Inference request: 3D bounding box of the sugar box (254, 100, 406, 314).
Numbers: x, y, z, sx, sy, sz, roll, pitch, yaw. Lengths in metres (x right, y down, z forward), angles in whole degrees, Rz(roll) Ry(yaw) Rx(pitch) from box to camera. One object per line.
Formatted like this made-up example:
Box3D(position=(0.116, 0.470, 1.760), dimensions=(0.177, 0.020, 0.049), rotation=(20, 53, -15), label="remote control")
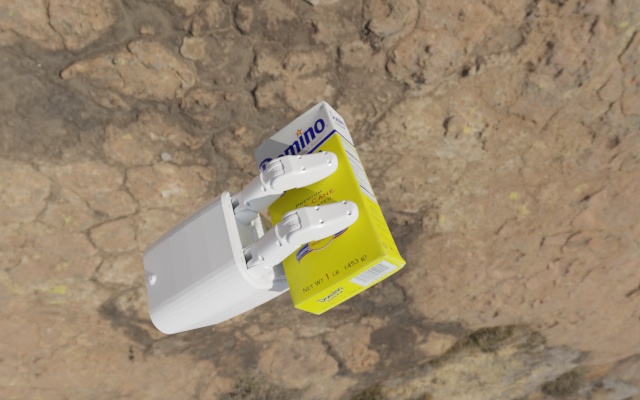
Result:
Box3D(position=(0.000, 0.001, 0.434), dimensions=(0.093, 0.176, 0.048), rotation=(-33, -33, 19), label="sugar box")
